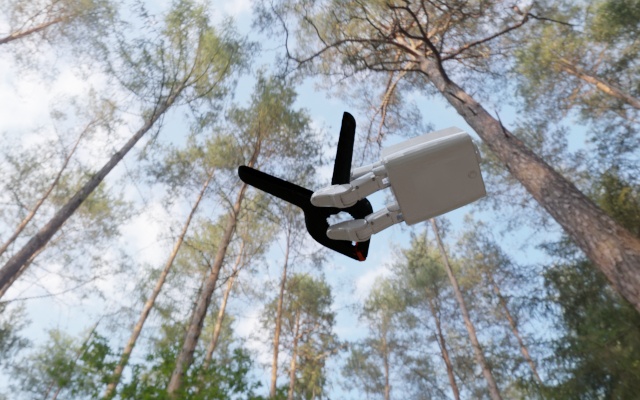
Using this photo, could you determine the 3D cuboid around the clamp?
[{"bbox_3d":[0.001,0.002,0.634,0.164,0.210,0.036,-19,28,12],"label":"clamp"}]
